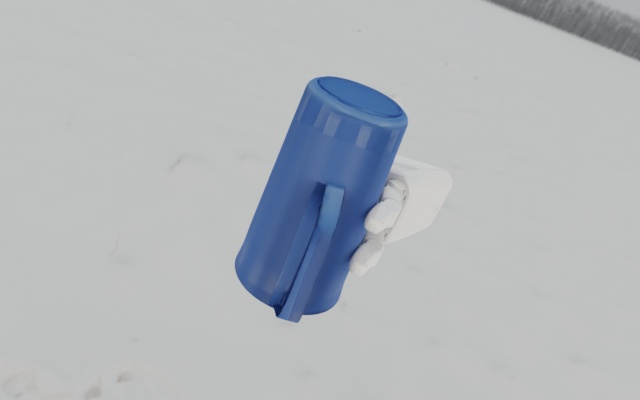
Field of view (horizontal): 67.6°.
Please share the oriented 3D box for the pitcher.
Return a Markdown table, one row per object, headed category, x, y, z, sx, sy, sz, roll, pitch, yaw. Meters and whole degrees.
| category | x | y | z | sx | sy | sz | roll | pitch | yaw |
| --- | --- | --- | --- | --- | --- | --- | --- | --- | --- |
| pitcher | 0.000 | 0.002 | 0.514 | 0.145 | 0.243 | 0.149 | -10 | 41 | -45 |
